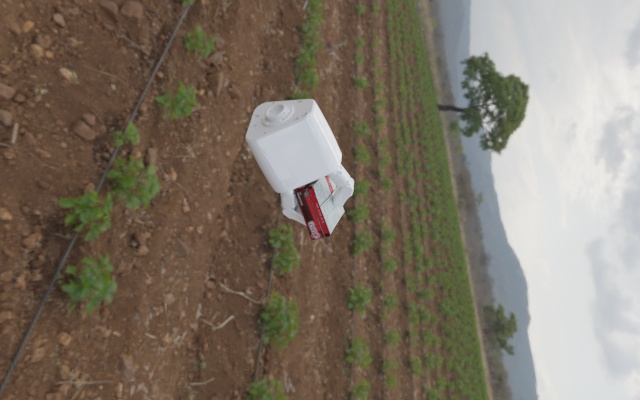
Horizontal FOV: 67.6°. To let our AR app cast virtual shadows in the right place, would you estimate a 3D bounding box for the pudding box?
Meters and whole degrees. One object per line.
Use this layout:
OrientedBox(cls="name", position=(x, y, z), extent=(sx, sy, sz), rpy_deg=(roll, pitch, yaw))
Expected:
OrientedBox(cls="pudding box", position=(0.000, 0.002, 0.790), extent=(0.039, 0.090, 0.113), rpy_deg=(-13, 15, 21))
